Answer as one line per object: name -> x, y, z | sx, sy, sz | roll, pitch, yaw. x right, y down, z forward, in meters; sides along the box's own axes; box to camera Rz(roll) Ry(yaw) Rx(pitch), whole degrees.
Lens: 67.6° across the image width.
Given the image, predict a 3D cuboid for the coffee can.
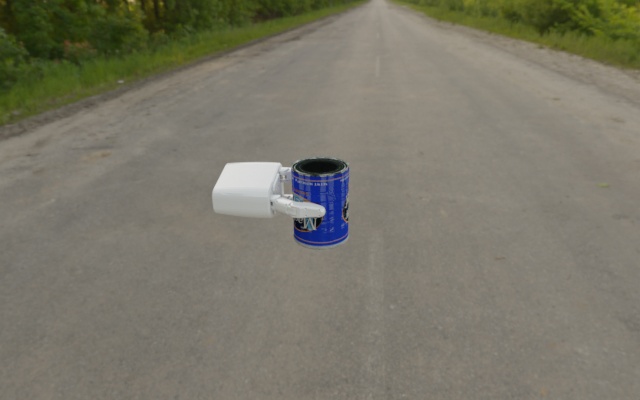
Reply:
coffee can -> 0.000, 0.003, 0.859 | 0.103, 0.140, 0.102 | -1, 22, 0
